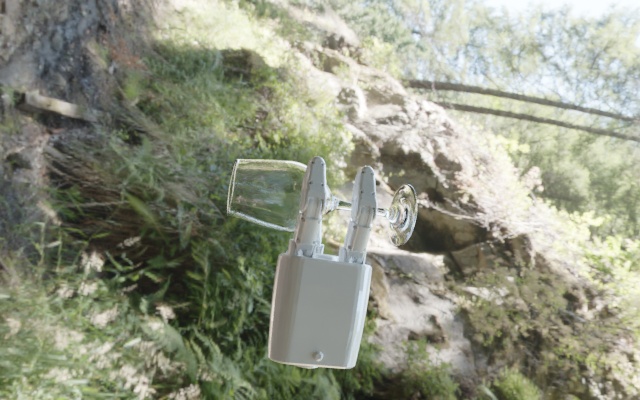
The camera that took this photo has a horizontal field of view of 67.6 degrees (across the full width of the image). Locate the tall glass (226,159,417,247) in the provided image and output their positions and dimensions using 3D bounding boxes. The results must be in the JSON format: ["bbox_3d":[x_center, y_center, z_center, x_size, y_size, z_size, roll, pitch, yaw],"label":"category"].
[{"bbox_3d":[0.001,0.002,0.532,0.201,0.079,0.079,10,-2,-14],"label":"tall glass"}]
